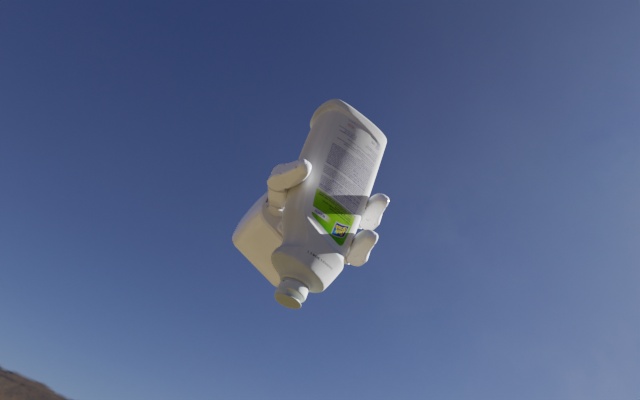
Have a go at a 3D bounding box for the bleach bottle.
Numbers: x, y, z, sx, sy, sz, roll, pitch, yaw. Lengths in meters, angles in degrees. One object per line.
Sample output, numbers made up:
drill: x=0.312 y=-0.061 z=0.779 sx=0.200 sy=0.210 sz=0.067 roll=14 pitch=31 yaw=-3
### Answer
bleach bottle: x=0.000 y=0.002 z=0.545 sx=0.102 sy=0.250 sz=0.068 roll=34 pitch=-37 yaw=-16
